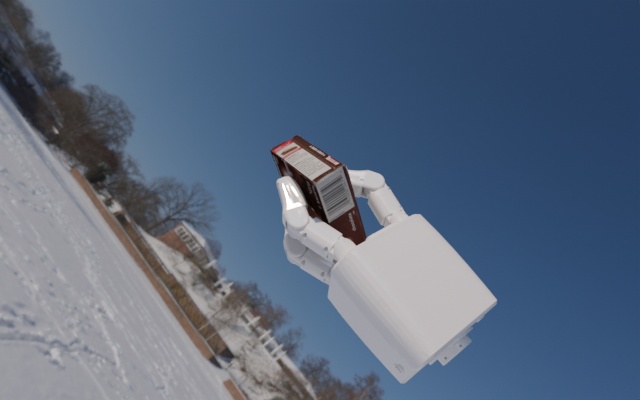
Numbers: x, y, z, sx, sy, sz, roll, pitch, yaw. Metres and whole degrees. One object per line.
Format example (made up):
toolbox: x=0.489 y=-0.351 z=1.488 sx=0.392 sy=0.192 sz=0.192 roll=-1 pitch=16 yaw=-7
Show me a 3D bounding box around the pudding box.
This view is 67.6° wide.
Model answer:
pudding box: x=0.000 y=0.001 z=0.474 sx=0.039 sy=0.114 sz=0.090 roll=-30 pitch=37 yaw=-18
